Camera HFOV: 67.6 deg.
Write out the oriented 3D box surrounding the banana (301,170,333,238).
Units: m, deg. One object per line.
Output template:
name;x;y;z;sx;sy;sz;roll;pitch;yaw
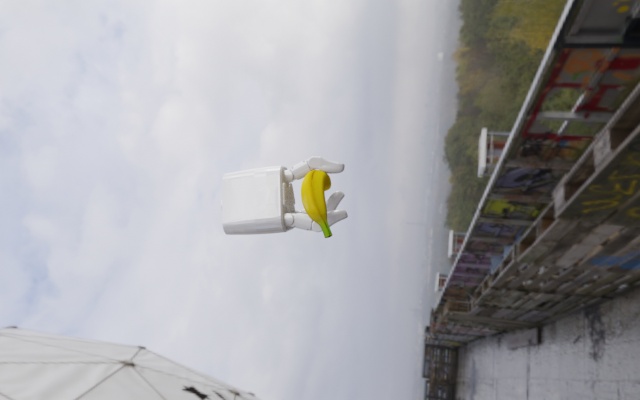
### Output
banana;-0.005;-0.012;0.757;0.037;0.070;0.197;-15;23;9
